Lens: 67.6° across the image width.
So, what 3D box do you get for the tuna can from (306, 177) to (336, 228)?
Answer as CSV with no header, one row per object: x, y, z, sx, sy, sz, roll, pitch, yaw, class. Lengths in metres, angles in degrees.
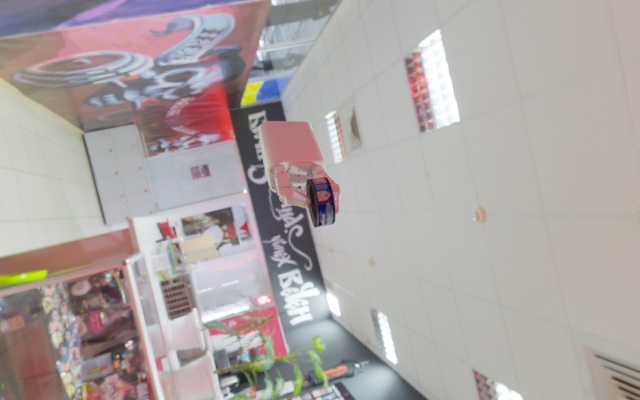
0.001,0.003,0.829,0.034,0.086,0.086,-9,1,-10,tuna can
